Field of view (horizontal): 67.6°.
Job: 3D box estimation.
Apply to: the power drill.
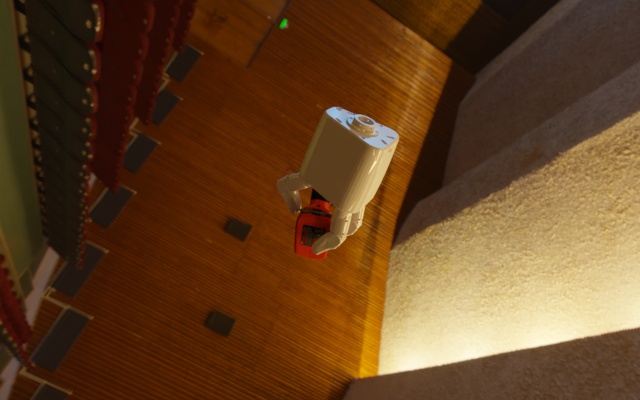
[{"bbox_3d":[0.000,0.003,0.806,0.057,0.187,0.185,9,-41,2],"label":"power drill"}]
